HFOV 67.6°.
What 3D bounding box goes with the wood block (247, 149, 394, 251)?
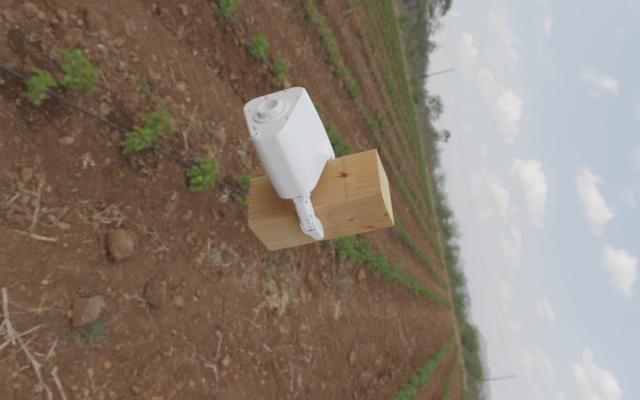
[{"bbox_3d":[0.000,0.002,0.744,0.206,0.090,0.090,-12,-37,14],"label":"wood block"}]
